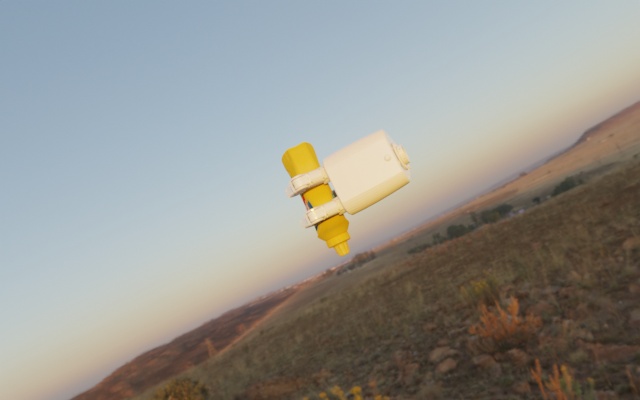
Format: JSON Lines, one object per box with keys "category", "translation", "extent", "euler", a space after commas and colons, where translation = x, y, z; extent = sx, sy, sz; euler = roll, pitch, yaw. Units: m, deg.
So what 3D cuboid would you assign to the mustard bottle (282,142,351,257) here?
{"category": "mustard bottle", "translation": [0.000, 0.003, 0.791], "extent": [0.058, 0.191, 0.096], "euler": [-25, -7, -7]}
